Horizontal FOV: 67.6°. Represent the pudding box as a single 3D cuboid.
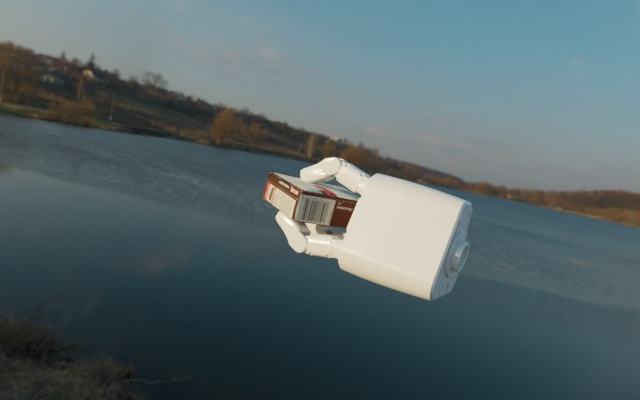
[{"bbox_3d":[0.000,0.002,0.576,0.113,0.039,0.090,12,10,-32],"label":"pudding box"}]
